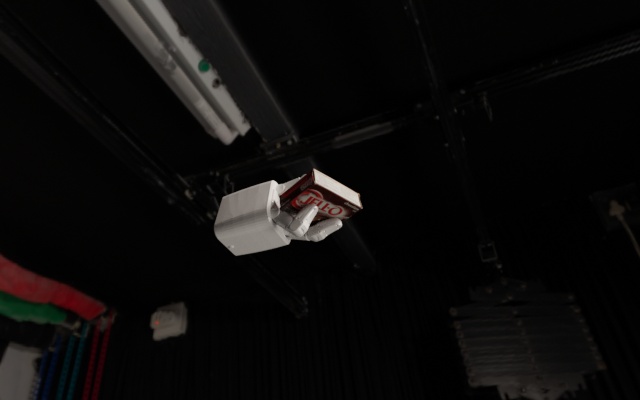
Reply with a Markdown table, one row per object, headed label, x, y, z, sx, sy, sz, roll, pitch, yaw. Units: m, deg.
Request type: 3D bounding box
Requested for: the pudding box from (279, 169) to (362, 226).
| label | x | y | z | sx | sy | sz | roll | pitch | yaw |
| --- | --- | --- | --- | --- | --- | --- | --- | --- | --- |
| pudding box | 0.000 | 0.003 | 0.814 | 0.113 | 0.039 | 0.090 | 25 | -47 | -36 |
